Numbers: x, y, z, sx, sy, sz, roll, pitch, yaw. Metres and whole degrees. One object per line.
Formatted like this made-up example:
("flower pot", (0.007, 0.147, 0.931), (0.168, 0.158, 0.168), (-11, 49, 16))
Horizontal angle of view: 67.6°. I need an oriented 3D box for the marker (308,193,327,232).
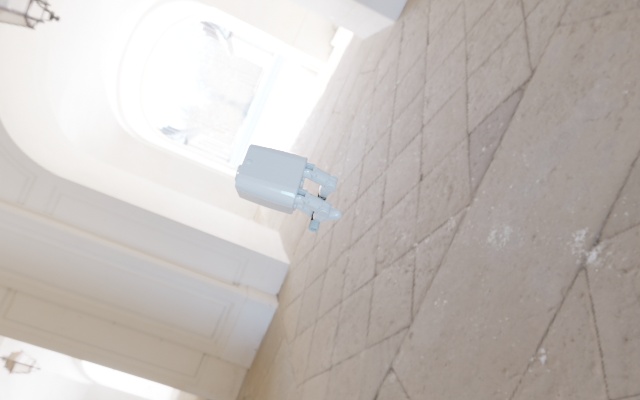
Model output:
("marker", (0.000, 0.003, 0.899), (0.020, 0.121, 0.020), (11, -30, 7))
